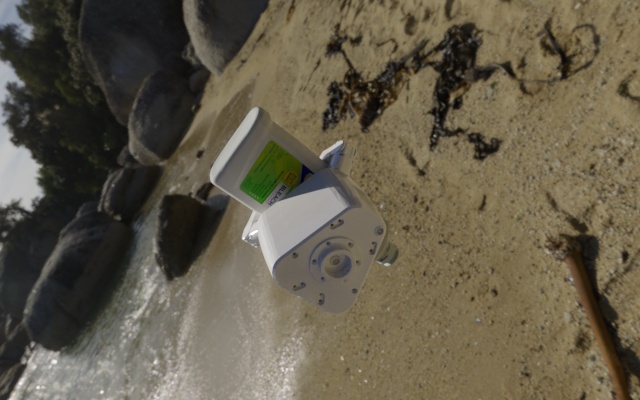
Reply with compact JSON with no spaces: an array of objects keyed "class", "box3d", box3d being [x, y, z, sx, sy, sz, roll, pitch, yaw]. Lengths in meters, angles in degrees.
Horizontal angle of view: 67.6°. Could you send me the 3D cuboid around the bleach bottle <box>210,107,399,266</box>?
[{"class":"bleach bottle","box3d":[0.000,0.002,0.570,0.251,0.102,0.068,33,9,-22]}]
